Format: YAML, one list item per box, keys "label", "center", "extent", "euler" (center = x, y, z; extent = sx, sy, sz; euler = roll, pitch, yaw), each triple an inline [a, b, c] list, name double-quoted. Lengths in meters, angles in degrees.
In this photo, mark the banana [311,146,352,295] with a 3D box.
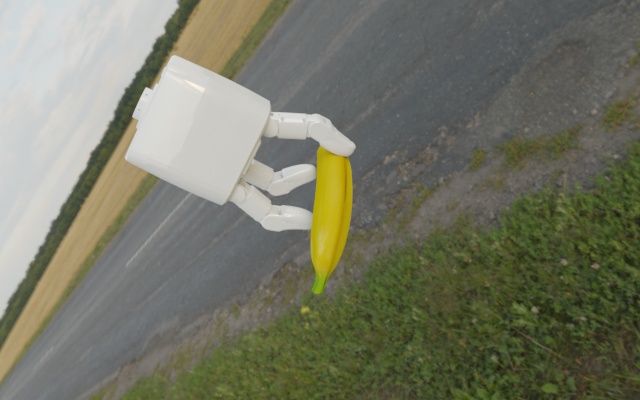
- label: "banana"
  center: [0.008, -0.005, 0.507]
  extent: [0.037, 0.197, 0.070]
  euler: [20, -38, -18]
